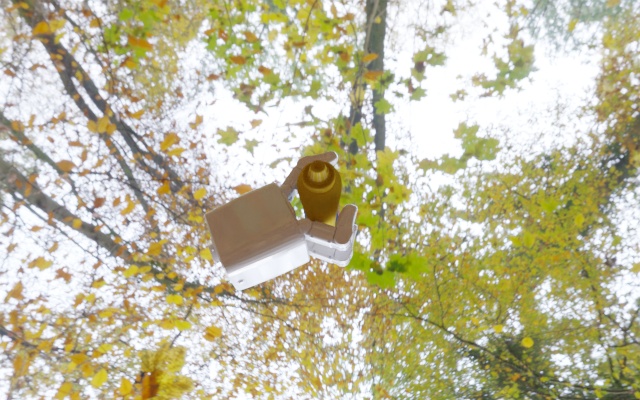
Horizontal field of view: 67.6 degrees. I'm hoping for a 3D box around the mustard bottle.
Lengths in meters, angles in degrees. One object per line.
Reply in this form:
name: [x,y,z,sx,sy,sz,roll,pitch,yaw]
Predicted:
mustard bottle: [0.000,0.002,0.652,0.058,0.096,0.192,-2,-27,2]
